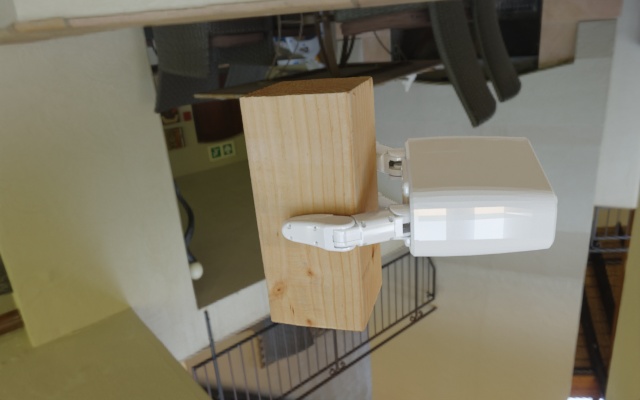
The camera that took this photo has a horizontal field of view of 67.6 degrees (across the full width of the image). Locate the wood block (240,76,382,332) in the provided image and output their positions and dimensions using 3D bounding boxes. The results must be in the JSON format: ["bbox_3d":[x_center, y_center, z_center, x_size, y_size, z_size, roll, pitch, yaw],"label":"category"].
[{"bbox_3d":[0.000,0.002,0.428,0.090,0.206,0.090,2,21,18],"label":"wood block"}]
